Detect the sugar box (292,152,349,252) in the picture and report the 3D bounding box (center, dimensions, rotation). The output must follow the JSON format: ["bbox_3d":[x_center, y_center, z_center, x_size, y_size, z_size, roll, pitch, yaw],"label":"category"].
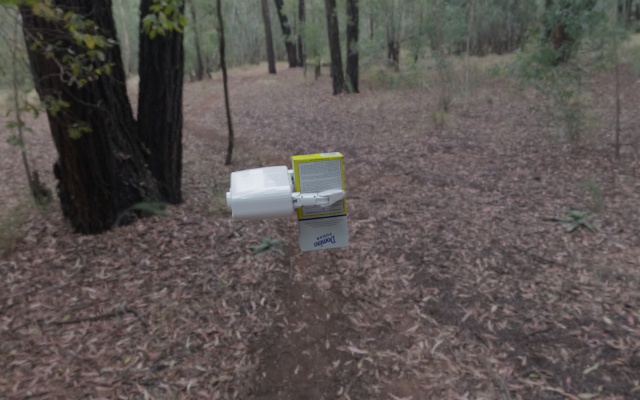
[{"bbox_3d":[0.000,0.003,0.893,0.093,0.176,0.048,-5,16,-7],"label":"sugar box"}]
